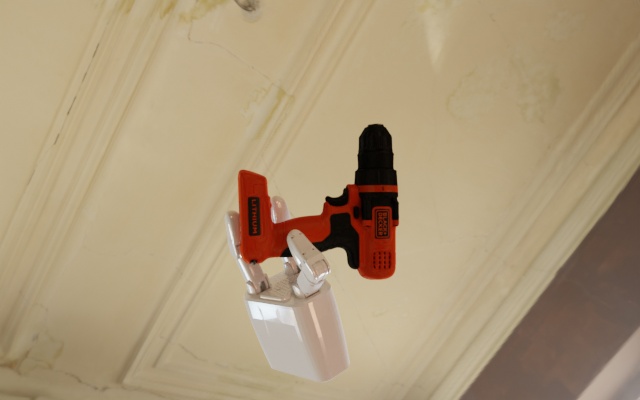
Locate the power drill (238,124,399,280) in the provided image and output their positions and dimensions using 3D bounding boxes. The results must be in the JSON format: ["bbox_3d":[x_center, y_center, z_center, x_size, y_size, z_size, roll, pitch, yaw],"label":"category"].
[{"bbox_3d":[0.000,0.002,0.551,0.187,0.184,0.057,-1,-3,-10],"label":"power drill"}]
